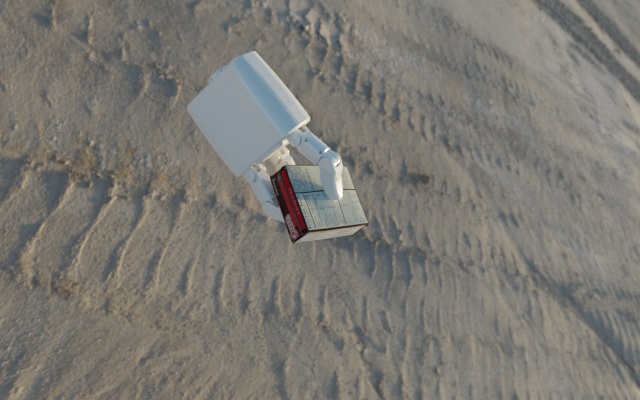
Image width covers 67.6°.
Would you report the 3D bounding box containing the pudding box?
[{"bbox_3d":[0.000,0.002,0.599,0.113,0.090,0.039,-4,-22,-42],"label":"pudding box"}]
